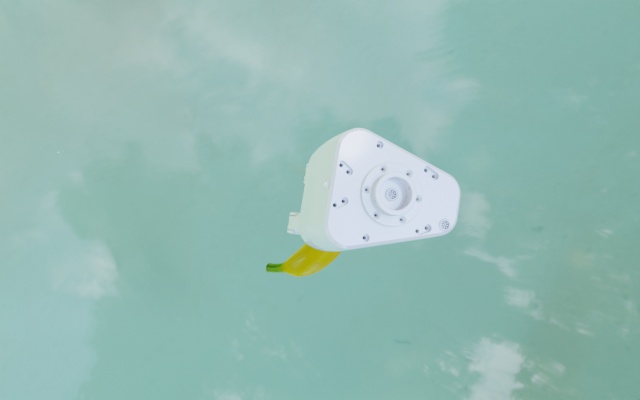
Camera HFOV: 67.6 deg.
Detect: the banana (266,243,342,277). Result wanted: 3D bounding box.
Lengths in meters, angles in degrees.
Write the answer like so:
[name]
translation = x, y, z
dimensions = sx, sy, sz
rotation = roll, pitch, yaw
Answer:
[banana]
translation = 0.014, 0.014, 0.557
dimensions = 0.069, 0.198, 0.037
rotation = 32, -6, 12
